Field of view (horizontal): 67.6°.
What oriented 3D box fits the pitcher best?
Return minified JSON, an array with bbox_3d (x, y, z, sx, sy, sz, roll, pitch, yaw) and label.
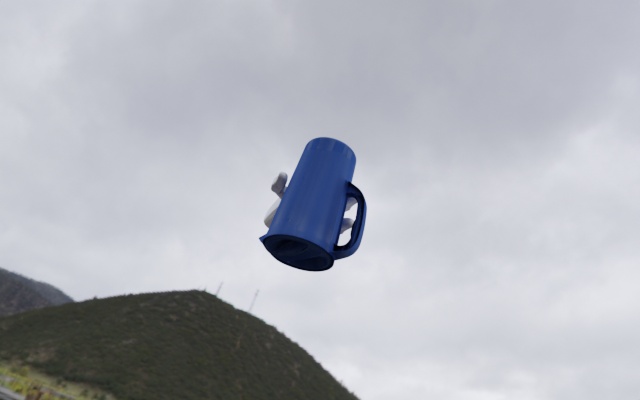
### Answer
[{"bbox_3d":[0.000,0.003,0.897,0.149,0.242,0.145,28,-31,-16],"label":"pitcher"}]
